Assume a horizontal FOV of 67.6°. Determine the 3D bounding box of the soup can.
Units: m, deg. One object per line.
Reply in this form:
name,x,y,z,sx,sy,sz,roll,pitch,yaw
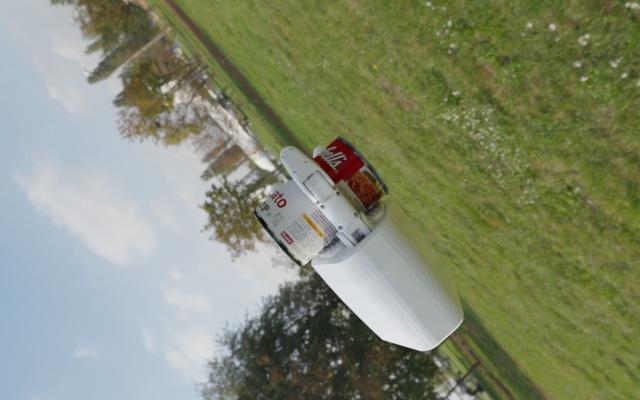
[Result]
soup can,0.000,0.001,0.424,0.102,0.068,0.068,-41,2,-2
